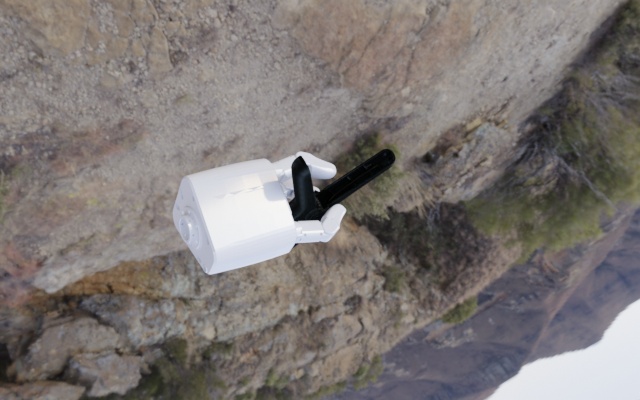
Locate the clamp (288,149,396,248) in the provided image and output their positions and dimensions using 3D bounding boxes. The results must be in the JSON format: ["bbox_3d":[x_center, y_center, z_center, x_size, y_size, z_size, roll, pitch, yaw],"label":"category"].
[{"bbox_3d":[0.000,0.003,0.640,0.164,0.036,0.210,-12,-28,-35],"label":"clamp"}]
